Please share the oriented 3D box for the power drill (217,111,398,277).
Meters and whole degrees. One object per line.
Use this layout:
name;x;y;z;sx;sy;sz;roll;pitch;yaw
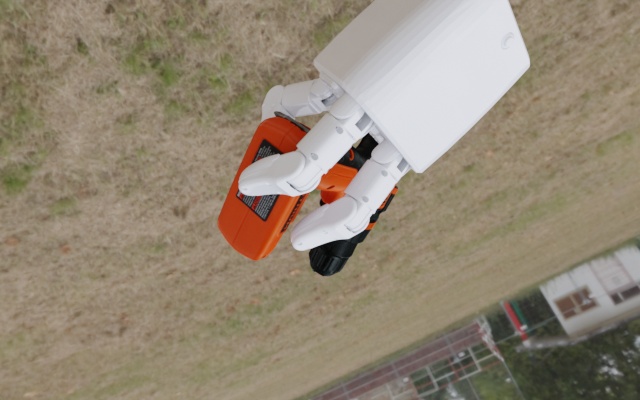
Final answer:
power drill;0.000;0.001;0.423;0.057;0.184;0.187;35;21;26
